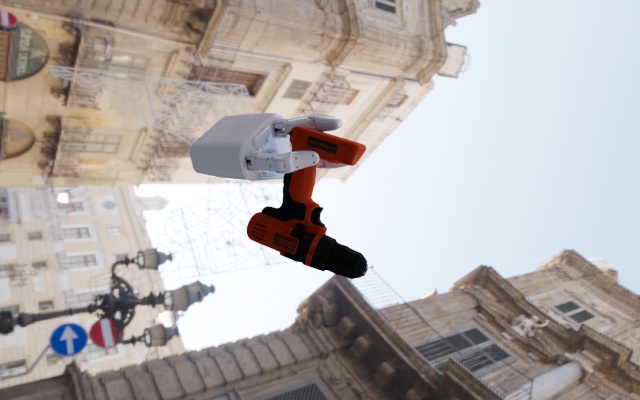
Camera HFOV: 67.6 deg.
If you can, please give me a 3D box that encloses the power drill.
[{"bbox_3d":[0.000,0.002,0.665,0.184,0.188,0.057,20,10,12],"label":"power drill"}]
